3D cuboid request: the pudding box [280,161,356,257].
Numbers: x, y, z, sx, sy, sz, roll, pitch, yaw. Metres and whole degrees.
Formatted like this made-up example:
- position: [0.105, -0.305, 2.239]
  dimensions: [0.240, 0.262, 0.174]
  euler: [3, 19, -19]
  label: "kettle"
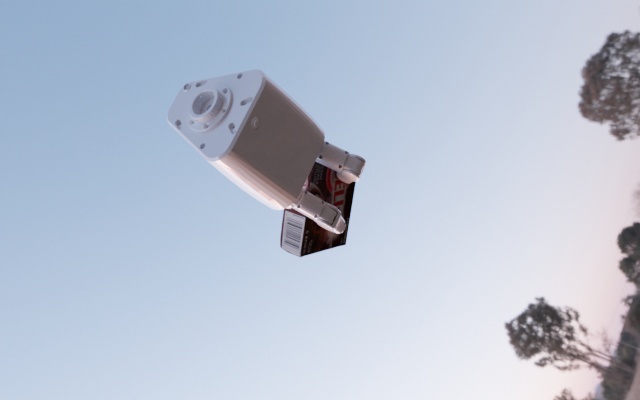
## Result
- position: [0.000, 0.002, 0.555]
  dimensions: [0.039, 0.113, 0.090]
  euler: [20, 17, 35]
  label: "pudding box"
